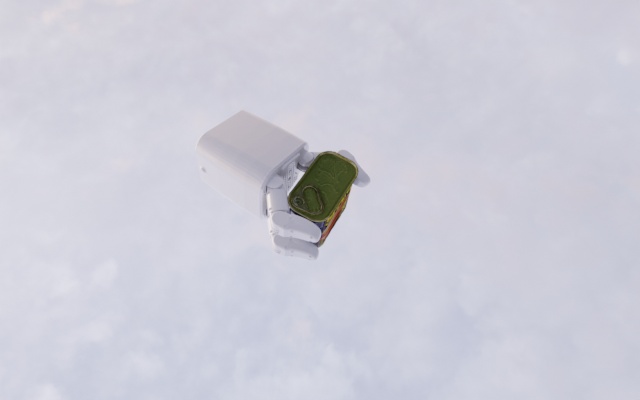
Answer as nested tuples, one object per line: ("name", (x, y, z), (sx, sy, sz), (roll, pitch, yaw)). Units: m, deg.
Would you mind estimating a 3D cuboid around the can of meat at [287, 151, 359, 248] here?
("can of meat", (0.000, 0.002, 0.610), (0.057, 0.102, 0.084), (28, -30, 11))
